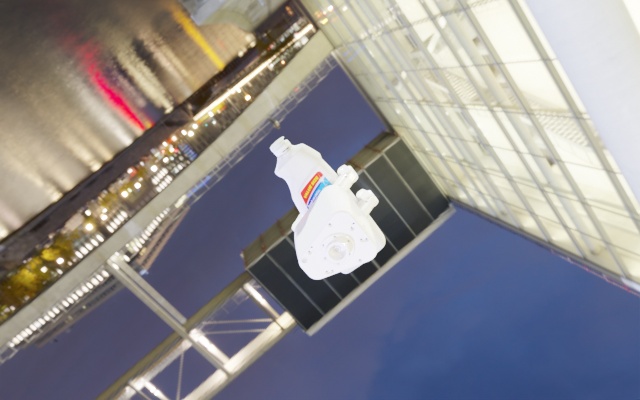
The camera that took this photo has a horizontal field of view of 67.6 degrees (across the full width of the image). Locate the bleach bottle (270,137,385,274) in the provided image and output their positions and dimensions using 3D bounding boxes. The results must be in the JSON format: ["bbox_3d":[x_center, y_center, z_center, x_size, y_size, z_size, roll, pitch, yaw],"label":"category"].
[{"bbox_3d":[0.000,0.003,0.805,0.102,0.251,0.068,-37,19,9],"label":"bleach bottle"}]
